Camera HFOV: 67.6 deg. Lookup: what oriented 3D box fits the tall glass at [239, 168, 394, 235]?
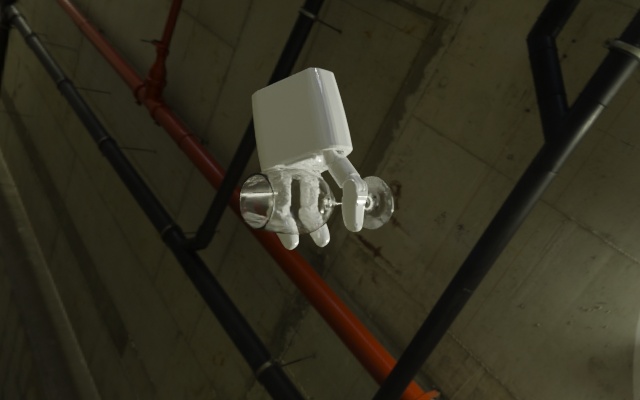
[{"bbox_3d":[0.001,0.002,0.583,0.079,0.079,0.201,0,0,44],"label":"tall glass"}]
